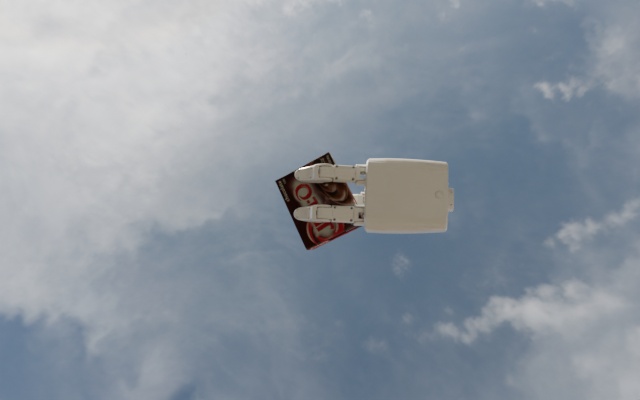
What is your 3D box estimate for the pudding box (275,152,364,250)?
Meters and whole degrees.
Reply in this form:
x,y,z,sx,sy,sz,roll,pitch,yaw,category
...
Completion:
x,y,z,sx,sy,sz,roll,pitch,yaw,category
0.000,0.002,0.680,0.090,0.113,0.039,-27,-13,10,pudding box
